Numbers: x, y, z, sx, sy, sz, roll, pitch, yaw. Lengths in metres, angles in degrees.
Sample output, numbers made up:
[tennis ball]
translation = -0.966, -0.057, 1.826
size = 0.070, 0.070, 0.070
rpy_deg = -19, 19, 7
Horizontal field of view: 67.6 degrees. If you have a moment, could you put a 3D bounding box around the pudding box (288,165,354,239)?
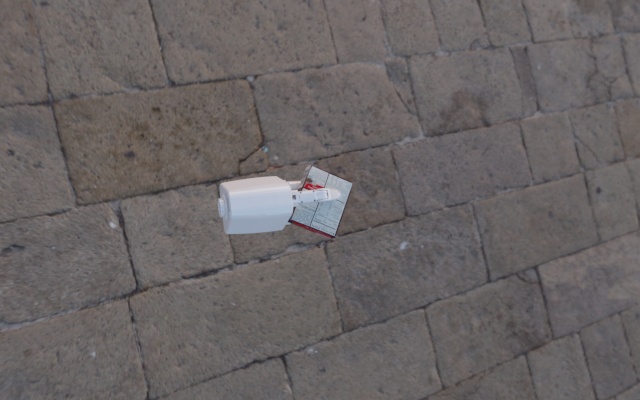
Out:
[pudding box]
translation = 0.000, 0.003, 0.870
size = 0.090, 0.113, 0.039
rpy_deg = 23, -11, -13
